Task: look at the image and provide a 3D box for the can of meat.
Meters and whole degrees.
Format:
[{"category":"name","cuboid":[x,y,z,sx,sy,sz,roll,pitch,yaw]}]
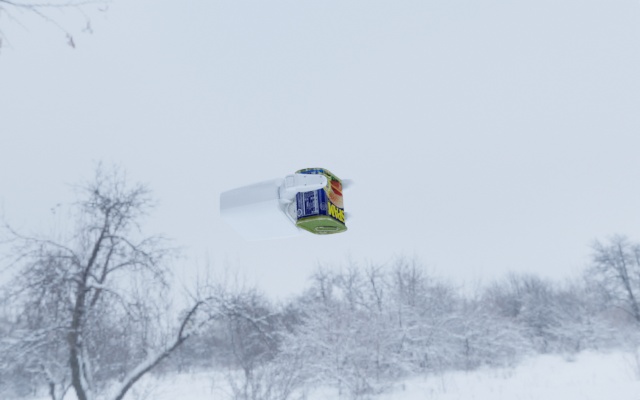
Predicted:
[{"category":"can of meat","cuboid":[0.000,0.002,0.742,0.057,0.084,0.102,-11,-18,21]}]
